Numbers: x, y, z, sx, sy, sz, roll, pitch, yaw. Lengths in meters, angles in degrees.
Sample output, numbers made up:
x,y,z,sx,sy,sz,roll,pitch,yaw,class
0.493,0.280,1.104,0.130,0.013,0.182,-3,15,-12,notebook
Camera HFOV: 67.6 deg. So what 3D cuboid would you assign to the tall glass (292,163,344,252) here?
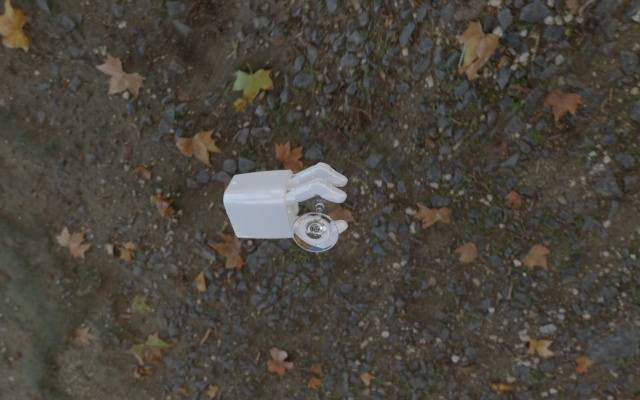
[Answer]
x,y,z,sx,sy,sz,roll,pitch,yaw,class
0.000,0.003,0.838,0.079,0.079,0.201,0,29,6,tall glass
